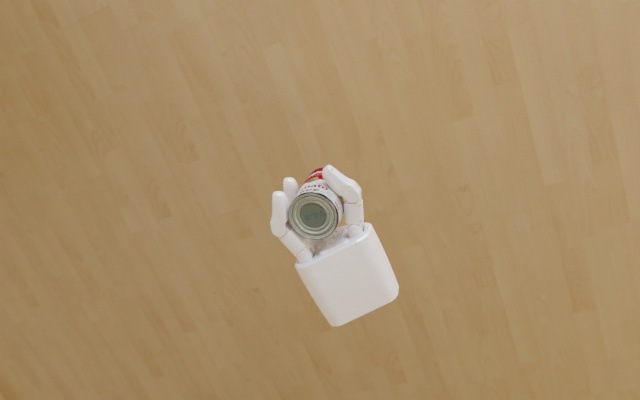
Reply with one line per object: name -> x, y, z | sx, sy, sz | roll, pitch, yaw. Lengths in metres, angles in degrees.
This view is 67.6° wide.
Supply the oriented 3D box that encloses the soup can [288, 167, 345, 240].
soup can -> 0.000, 0.002, 0.650 | 0.068, 0.068, 0.102 | 0, 22, 13
